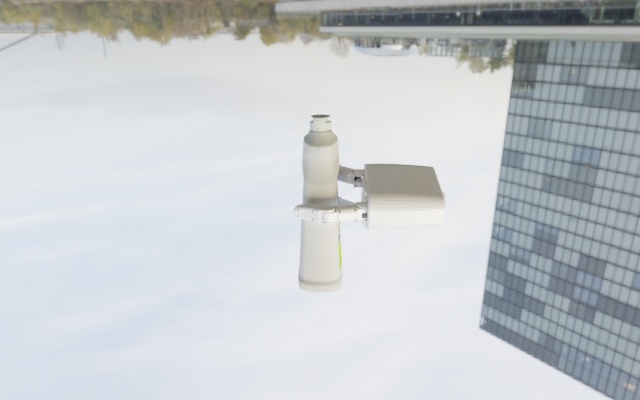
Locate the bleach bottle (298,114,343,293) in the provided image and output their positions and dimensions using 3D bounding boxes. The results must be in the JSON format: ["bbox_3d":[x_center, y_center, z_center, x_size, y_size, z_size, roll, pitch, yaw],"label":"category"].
[{"bbox_3d":[0.000,0.002,0.704,0.068,0.251,0.102,0,20,1],"label":"bleach bottle"}]
